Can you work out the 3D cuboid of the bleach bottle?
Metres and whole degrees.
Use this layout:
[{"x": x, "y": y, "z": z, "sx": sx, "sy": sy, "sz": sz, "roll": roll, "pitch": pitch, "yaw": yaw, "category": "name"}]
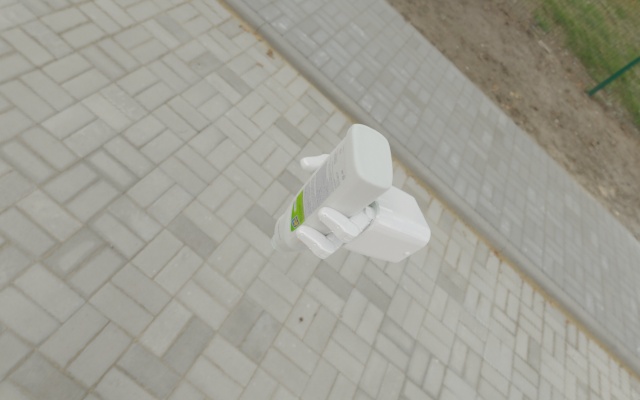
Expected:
[{"x": 0.000, "y": 0.002, "z": 0.702, "sx": 0.068, "sy": 0.102, "sz": 0.251, "roll": 21, "pitch": -41, "yaw": -27, "category": "bleach bottle"}]
